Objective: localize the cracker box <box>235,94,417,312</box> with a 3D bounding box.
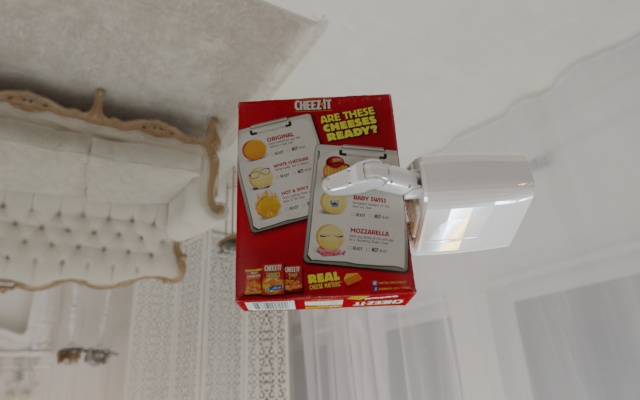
[{"bbox_3d":[0.000,0.002,0.490,0.164,0.213,0.072,-3,-23,-1],"label":"cracker box"}]
